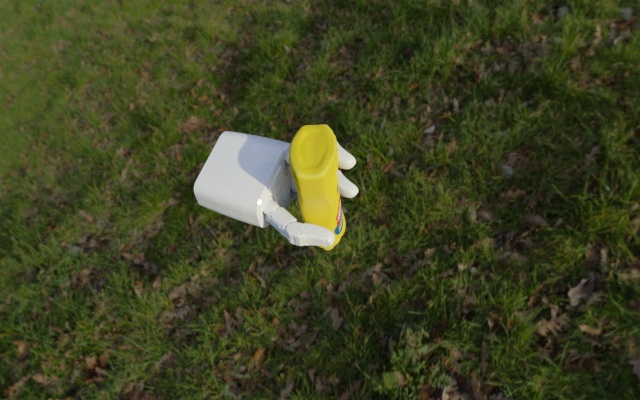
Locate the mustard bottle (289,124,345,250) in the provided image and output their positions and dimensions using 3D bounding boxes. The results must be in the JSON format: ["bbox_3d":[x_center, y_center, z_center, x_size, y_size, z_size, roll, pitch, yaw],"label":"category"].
[{"bbox_3d":[0.000,0.002,0.624,0.058,0.096,0.192,-3,-42,5],"label":"mustard bottle"}]
